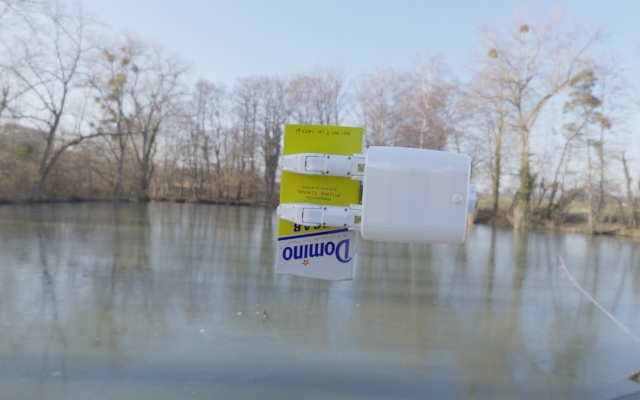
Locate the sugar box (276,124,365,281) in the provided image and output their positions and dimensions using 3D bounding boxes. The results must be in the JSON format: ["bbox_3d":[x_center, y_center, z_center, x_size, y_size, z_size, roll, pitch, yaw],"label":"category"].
[{"bbox_3d":[0.000,0.002,0.559,0.093,0.176,0.048,4,2,9],"label":"sugar box"}]
